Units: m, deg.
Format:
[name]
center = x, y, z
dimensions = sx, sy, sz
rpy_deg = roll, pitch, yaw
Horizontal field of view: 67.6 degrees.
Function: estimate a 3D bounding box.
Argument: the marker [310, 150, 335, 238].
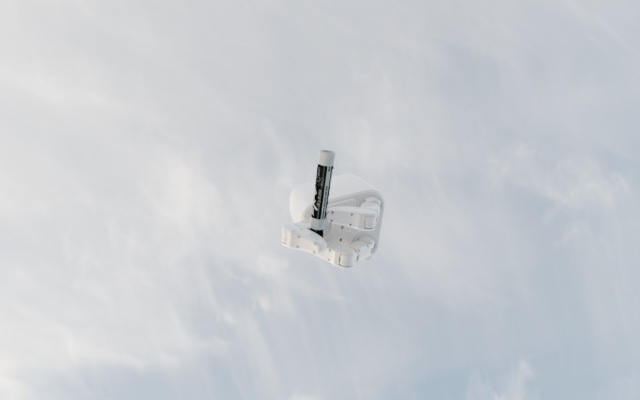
[marker]
center = 0.000, 0.002, 0.556
dimensions = 0.020, 0.121, 0.020
rpy_deg = 7, 16, -2
